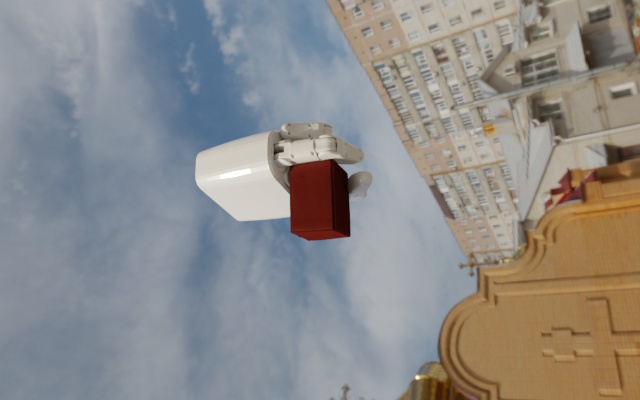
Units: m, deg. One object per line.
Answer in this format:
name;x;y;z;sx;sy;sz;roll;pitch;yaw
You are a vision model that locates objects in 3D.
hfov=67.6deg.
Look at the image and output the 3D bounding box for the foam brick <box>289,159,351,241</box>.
foam brick;0.000;0.002;0.522;0.051;0.078;0.053;-8;-17;20
